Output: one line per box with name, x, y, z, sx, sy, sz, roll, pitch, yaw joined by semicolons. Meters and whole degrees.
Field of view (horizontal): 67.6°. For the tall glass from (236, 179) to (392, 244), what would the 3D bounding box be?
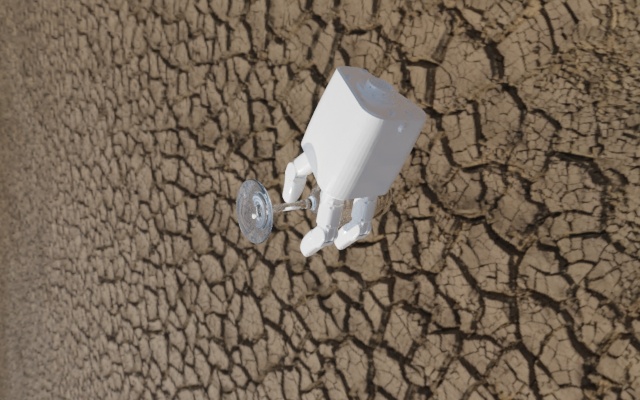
tall glass;-0.001;0.002;0.601;0.201;0.079;0.079;-8;5;-40
